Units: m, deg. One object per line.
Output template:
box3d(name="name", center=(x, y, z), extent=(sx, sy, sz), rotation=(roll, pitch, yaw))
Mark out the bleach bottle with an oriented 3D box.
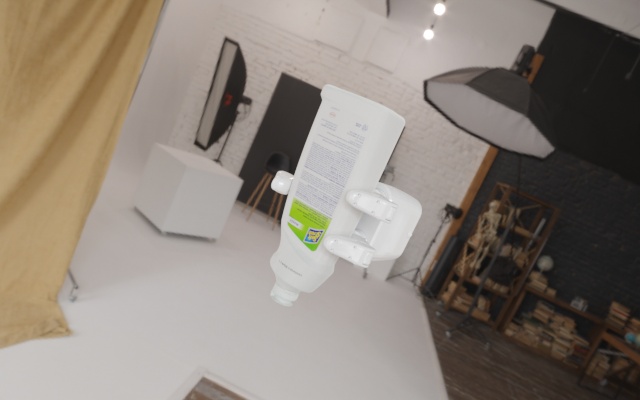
box3d(name="bleach bottle", center=(0.000, 0.002, 0.553), extent=(0.102, 0.251, 0.068), rotation=(30, 9, 34))
